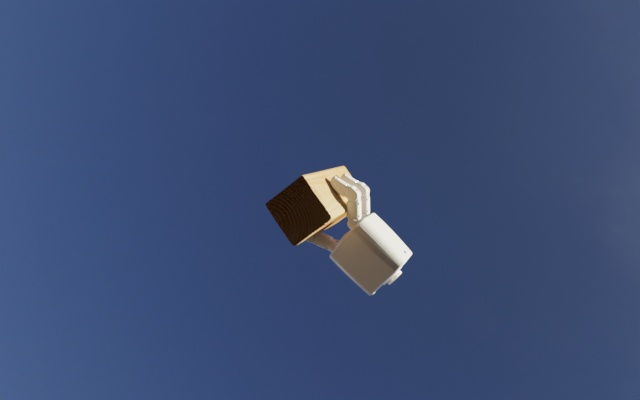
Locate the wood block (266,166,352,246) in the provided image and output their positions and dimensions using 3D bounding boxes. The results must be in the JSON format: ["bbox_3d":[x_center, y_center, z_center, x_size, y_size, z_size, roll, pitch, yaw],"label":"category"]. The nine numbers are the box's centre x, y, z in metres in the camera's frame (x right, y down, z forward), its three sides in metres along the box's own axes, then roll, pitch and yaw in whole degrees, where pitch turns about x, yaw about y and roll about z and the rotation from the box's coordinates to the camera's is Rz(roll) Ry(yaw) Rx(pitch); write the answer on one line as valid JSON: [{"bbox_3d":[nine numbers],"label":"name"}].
[{"bbox_3d":[0.000,0.003,0.882,0.091,0.090,0.206,-37,-7,22],"label":"wood block"}]
